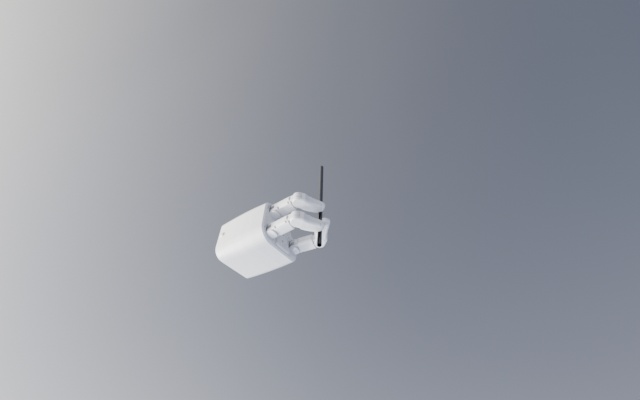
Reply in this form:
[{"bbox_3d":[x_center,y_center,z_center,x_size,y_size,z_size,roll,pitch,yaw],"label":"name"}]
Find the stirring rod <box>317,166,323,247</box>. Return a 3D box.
[{"bbox_3d":[0.000,0.003,0.884,0.011,0.011,0.239,0,36,1],"label":"stirring rod"}]
